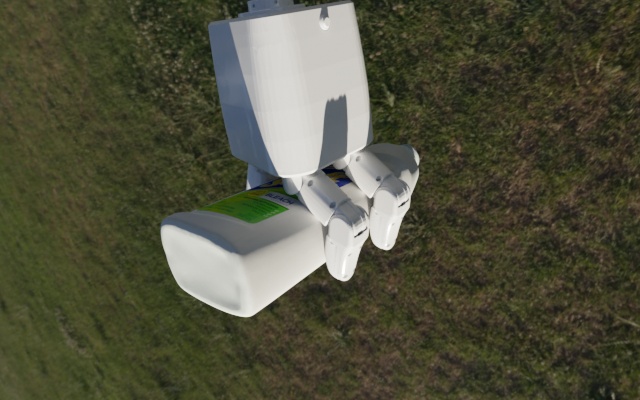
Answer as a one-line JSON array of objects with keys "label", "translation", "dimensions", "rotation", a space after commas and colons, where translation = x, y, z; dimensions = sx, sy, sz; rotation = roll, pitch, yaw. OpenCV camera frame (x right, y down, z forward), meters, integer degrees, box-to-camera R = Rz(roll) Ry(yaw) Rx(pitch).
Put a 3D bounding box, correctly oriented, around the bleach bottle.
[{"label": "bleach bottle", "translation": [0.000, 0.001, 0.411], "dimensions": [0.102, 0.068, 0.250], "rotation": [12, 30, 41]}]
